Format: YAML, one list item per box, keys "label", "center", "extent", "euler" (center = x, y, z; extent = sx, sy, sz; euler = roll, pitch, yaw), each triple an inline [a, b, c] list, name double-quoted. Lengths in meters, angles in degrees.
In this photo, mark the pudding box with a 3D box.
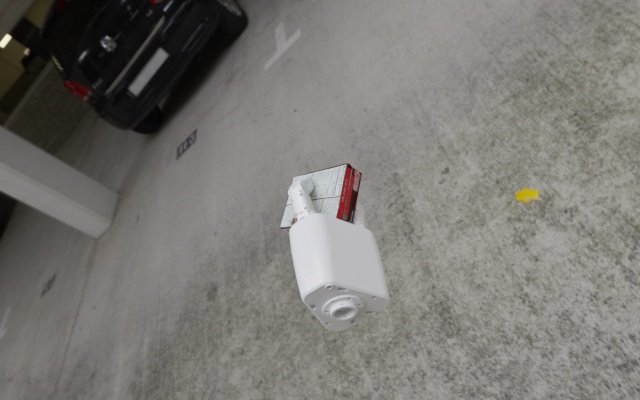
- label: "pudding box"
  center: [0.000, 0.002, 0.677]
  extent: [0.113, 0.090, 0.039]
  euler: [-10, -33, 40]
